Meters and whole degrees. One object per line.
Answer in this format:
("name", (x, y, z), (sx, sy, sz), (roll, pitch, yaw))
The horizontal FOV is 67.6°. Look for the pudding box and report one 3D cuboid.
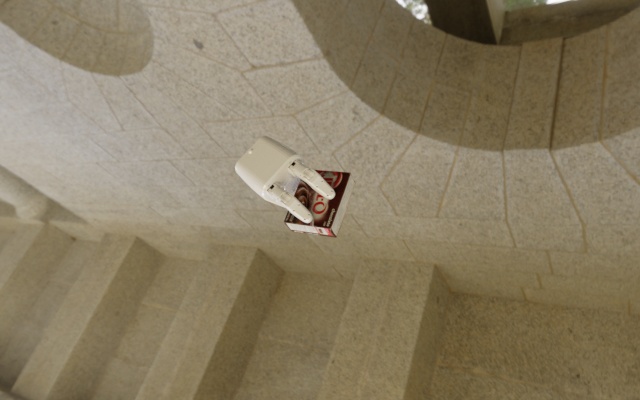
("pudding box", (0.000, 0.003, 0.811), (0.090, 0.113, 0.039), (6, -27, 28))
